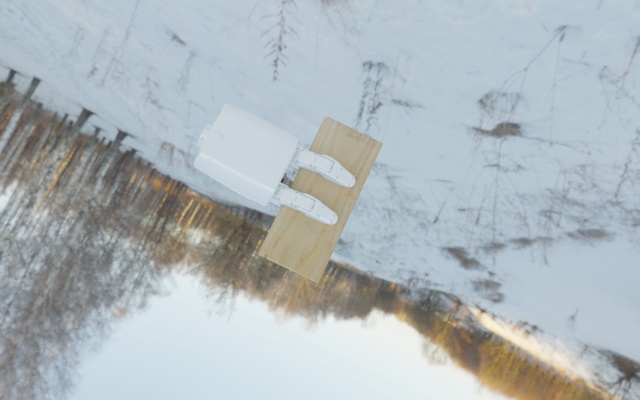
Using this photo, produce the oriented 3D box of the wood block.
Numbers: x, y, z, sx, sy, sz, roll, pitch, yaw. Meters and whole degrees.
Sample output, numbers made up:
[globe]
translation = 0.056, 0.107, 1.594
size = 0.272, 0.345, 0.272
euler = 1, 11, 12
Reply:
[wood block]
translation = 0.000, 0.002, 0.669
size = 0.090, 0.206, 0.091
euler = 26, -8, 0
